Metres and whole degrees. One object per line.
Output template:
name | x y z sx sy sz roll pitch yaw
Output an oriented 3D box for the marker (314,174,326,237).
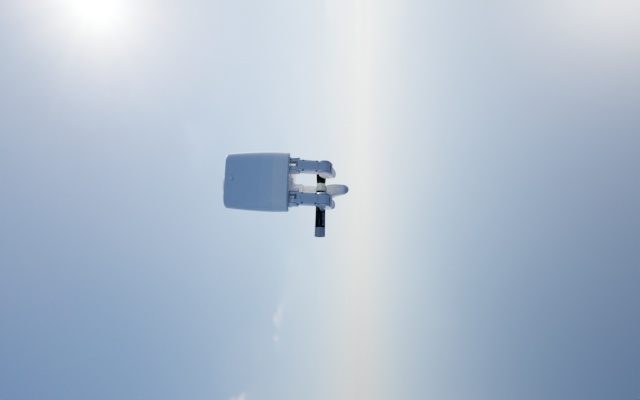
marker | 0.000 0.003 0.824 0.020 0.121 0.020 2 -12 0
